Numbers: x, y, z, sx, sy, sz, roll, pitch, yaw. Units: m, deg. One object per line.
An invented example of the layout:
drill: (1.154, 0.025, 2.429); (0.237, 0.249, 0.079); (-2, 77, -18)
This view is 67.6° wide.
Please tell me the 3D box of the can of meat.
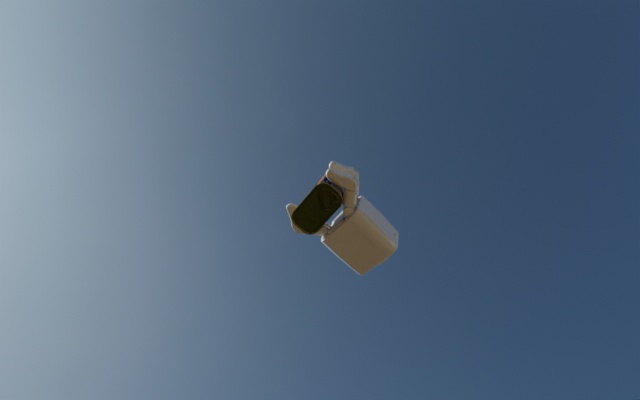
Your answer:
can of meat: (0.000, 0.003, 0.885); (0.057, 0.102, 0.084); (40, 21, -4)
